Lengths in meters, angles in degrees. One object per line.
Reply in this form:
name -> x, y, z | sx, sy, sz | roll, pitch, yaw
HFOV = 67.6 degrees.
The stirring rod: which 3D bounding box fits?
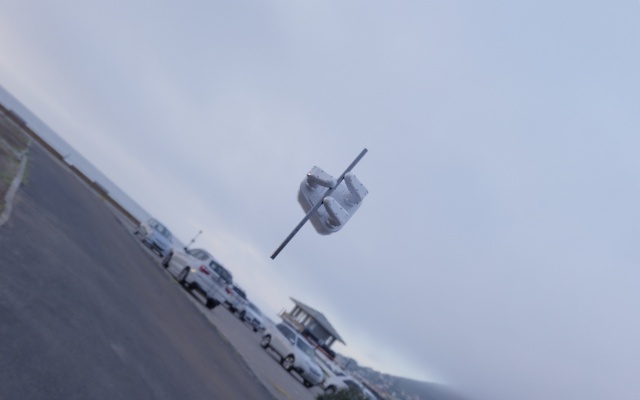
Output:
stirring rod -> 0.000, 0.003, 0.774 | 0.011, 0.239, 0.011 | 38, -14, 11
